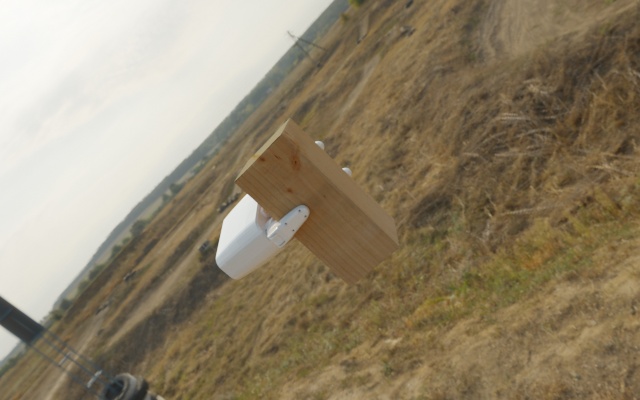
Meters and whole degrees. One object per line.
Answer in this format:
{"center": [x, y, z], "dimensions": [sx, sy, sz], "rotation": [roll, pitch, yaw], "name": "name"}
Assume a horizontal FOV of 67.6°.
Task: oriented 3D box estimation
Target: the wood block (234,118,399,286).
{"center": [0.000, 0.002, 0.633], "dimensions": [0.090, 0.206, 0.090], "rotation": [-42, 14, 19], "name": "wood block"}
